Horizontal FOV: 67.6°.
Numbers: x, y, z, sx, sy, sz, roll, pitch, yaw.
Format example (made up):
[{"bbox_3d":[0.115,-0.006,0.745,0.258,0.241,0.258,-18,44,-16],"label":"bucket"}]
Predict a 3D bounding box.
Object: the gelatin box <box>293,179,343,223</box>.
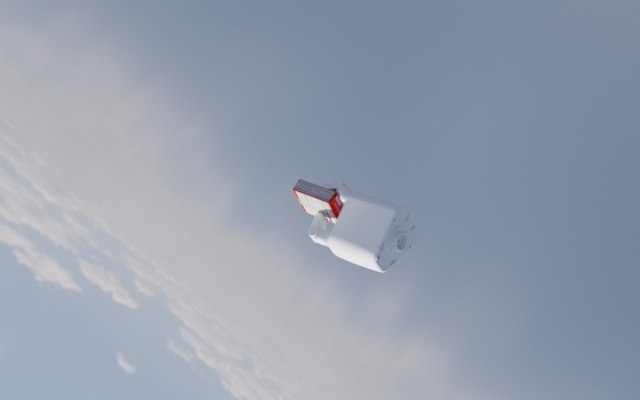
[{"bbox_3d":[0.000,0.003,0.885,0.089,0.030,0.073,20,-27,33],"label":"gelatin box"}]
